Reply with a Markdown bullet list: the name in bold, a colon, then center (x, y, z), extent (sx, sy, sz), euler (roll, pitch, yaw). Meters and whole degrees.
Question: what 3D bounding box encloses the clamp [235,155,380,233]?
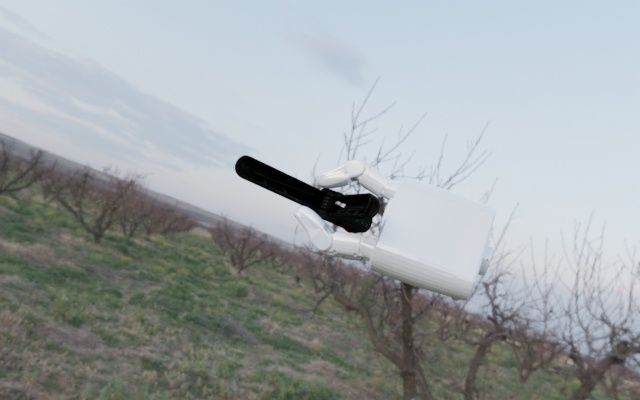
- **clamp**: center (0.001, 0.001, 0.568), extent (0.164, 0.036, 0.210), euler (20, -7, 16)
